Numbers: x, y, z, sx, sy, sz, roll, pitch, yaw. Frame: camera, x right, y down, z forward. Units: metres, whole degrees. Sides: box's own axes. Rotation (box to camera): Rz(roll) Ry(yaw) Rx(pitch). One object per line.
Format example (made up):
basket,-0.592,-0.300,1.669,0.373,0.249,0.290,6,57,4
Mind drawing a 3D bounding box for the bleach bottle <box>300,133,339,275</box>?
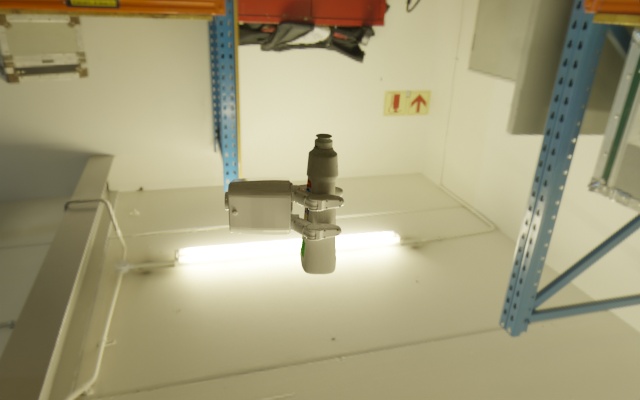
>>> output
bleach bottle,0.000,0.003,0.856,0.068,0.251,0.102,0,24,-5
